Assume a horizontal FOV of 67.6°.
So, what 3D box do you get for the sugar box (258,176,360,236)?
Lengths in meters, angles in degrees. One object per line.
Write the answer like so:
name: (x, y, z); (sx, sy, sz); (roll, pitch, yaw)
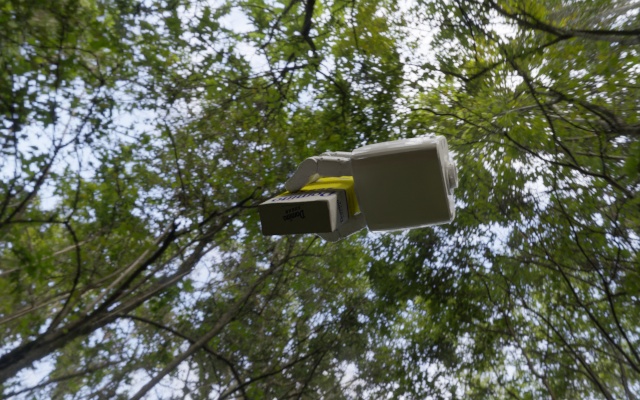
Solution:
sugar box: (0.000, 0.001, 0.630); (0.093, 0.048, 0.176); (-4, 8, 22)
